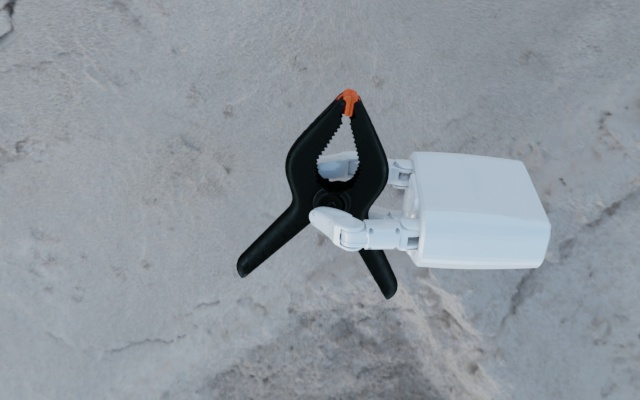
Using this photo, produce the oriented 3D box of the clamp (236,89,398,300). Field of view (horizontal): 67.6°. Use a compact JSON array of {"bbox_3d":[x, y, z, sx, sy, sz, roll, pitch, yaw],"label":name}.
[{"bbox_3d":[0.000,0.001,0.450,0.164,0.210,0.036,2,25,0],"label":"clamp"}]
